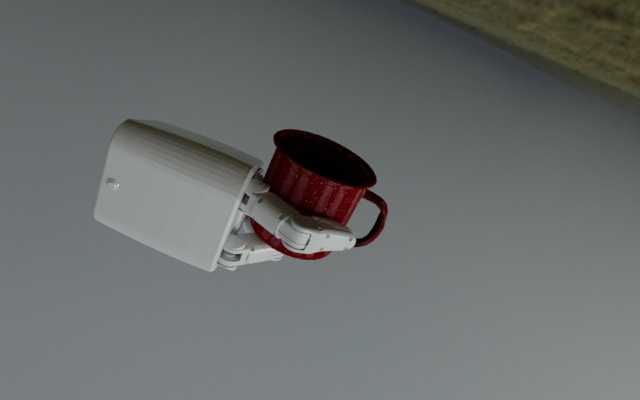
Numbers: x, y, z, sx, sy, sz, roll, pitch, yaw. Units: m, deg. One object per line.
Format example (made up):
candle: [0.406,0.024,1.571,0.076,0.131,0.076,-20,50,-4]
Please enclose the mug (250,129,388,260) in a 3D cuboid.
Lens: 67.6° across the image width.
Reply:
mug: [0.001,0.002,0.412,0.117,0.081,0.093,24,25,-3]
